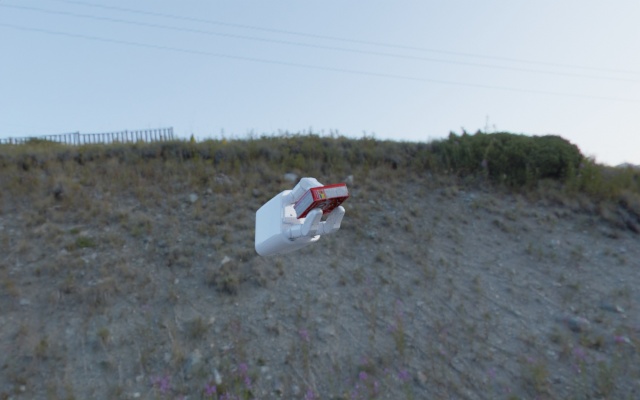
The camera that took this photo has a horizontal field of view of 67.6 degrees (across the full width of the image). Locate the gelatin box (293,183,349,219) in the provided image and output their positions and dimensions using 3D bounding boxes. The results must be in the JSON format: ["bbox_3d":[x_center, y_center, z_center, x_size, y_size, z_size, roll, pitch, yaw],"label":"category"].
[{"bbox_3d":[0.000,0.002,0.875,0.073,0.030,0.089,-8,-20,-29],"label":"gelatin box"}]
